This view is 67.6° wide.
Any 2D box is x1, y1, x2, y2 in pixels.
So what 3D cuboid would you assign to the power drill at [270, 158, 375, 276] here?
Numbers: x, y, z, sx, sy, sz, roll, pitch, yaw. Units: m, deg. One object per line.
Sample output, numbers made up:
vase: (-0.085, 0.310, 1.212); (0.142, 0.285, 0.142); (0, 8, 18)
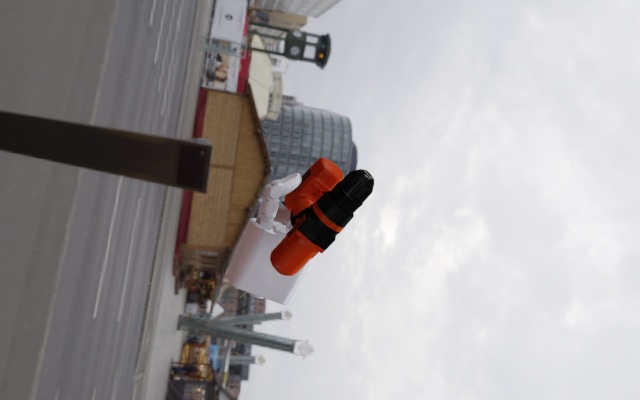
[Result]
power drill: (0.000, 0.002, 0.695); (0.057, 0.184, 0.187); (40, 17, -15)
